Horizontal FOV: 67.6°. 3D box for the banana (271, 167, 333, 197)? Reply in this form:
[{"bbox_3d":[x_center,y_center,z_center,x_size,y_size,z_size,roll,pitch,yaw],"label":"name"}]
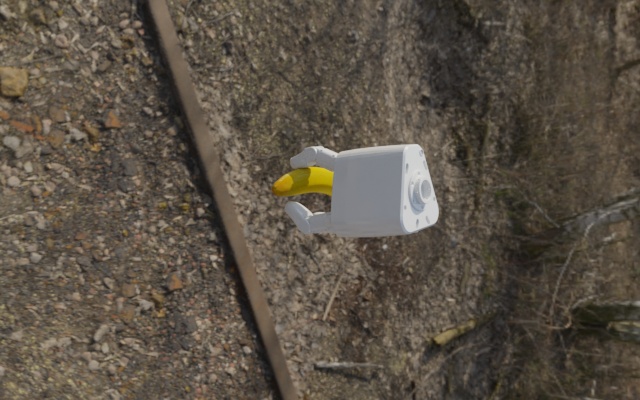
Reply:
[{"bbox_3d":[0.006,-0.015,0.723,0.037,0.069,0.198,2,-15,40],"label":"banana"}]
